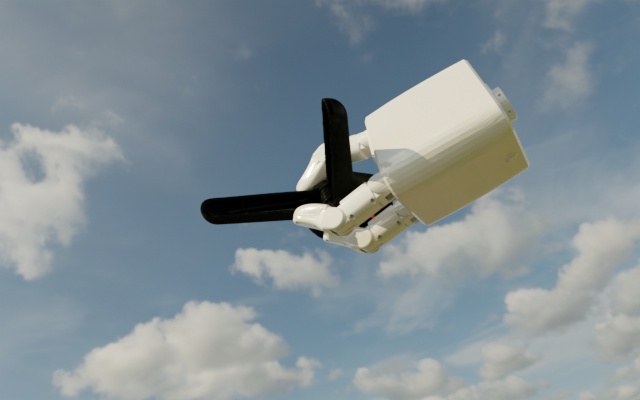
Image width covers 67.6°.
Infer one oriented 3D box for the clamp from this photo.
[{"bbox_3d":[0.000,0.001,0.473,0.164,0.036,0.210,-31,-37,18],"label":"clamp"}]
